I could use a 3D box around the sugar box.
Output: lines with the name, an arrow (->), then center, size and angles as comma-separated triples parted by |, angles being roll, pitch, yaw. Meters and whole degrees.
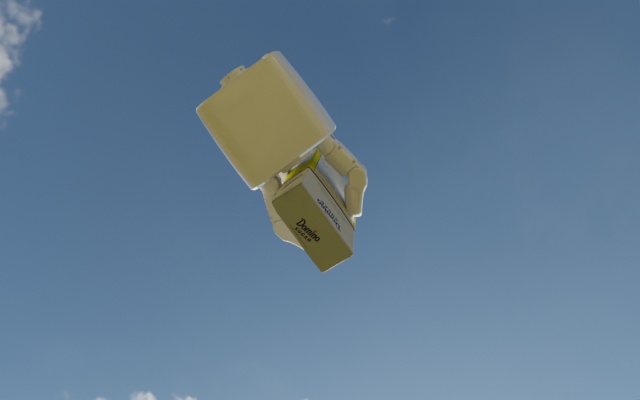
sugar box -> 0.000, 0.002, 0.550 | 0.048, 0.093, 0.176 | -32, 11, 17
